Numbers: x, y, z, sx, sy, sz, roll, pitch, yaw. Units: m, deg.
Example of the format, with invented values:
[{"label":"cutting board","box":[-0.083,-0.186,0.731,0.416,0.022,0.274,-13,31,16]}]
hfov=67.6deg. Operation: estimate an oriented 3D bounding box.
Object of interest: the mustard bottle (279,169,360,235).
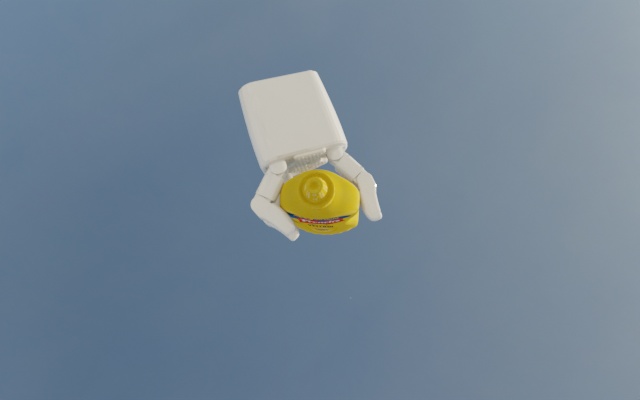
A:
[{"label":"mustard bottle","box":[0.000,0.002,0.589,0.096,0.058,0.192,4,-11,5]}]
